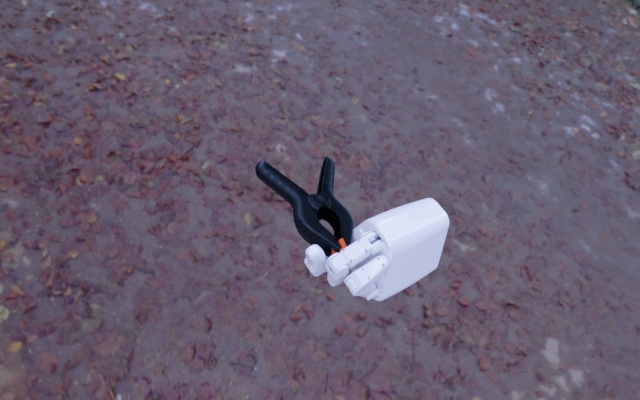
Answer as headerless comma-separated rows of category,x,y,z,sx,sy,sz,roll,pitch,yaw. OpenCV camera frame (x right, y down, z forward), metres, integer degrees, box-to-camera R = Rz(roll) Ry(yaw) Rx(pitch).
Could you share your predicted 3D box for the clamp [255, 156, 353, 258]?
clamp,0.000,0.002,0.638,0.120,0.171,0.039,-19,-28,-30
